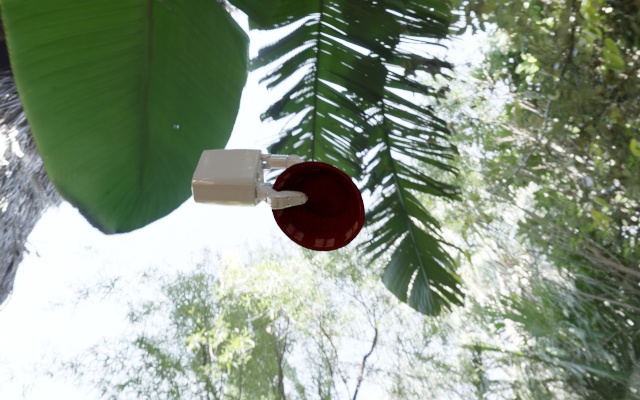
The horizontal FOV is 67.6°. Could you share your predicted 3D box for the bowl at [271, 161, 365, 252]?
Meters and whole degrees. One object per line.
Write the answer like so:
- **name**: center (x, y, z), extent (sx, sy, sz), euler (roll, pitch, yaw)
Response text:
- **bowl**: center (0.001, 0.003, 0.799), extent (0.162, 0.162, 0.055), euler (0, 23, 17)
